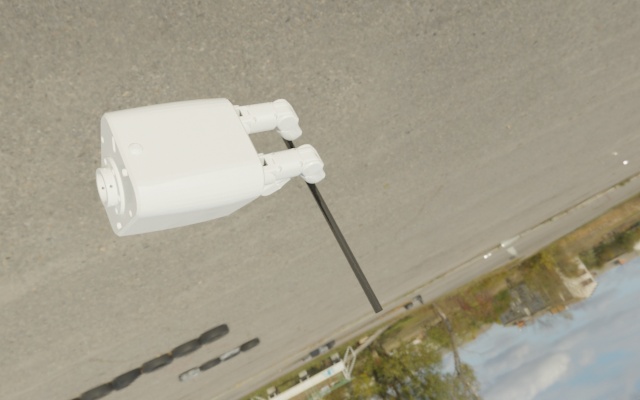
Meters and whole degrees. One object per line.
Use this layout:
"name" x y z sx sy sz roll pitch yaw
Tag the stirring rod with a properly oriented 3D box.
"stirring rod" 0.000 0.002 0.476 0.011 0.239 0.011 -25 -19 -9
